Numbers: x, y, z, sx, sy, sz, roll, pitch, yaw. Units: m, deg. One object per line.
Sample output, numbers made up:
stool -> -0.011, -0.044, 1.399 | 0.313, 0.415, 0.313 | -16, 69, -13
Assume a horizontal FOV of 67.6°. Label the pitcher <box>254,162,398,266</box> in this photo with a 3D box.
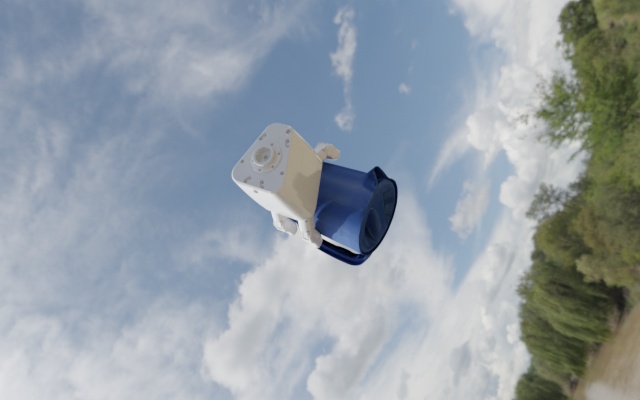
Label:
pitcher -> 0.000, 0.003, 0.833 | 0.243, 0.149, 0.145 | 20, -13, 28
